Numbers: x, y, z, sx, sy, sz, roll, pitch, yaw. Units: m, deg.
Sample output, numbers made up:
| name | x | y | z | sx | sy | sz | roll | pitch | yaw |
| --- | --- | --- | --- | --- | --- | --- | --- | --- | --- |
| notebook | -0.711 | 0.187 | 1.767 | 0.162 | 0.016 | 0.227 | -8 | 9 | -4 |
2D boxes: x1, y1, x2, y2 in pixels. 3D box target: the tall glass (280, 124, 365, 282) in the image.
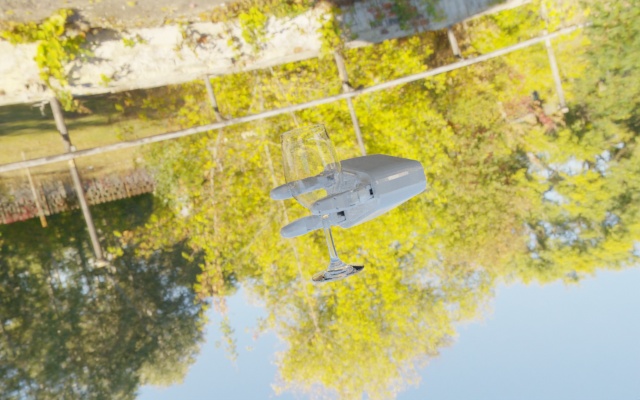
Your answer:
| name | x | y | z | sx | sy | sz | roll | pitch | yaw |
| --- | --- | --- | --- | --- | --- | --- | --- | --- | --- |
| tall glass | 0.000 | 0.003 | 0.641 | 0.079 | 0.201 | 0.079 | -14 | 4 | 1 |
